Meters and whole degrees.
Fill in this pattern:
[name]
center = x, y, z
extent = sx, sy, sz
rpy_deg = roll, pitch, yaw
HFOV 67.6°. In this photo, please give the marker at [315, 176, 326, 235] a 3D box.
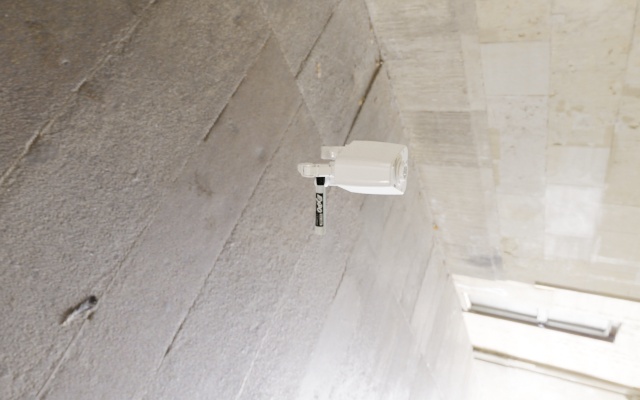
[marker]
center = 0.000, 0.003, 0.886
extent = 0.020, 0.121, 0.020
rpy_deg = 0, 11, 0
